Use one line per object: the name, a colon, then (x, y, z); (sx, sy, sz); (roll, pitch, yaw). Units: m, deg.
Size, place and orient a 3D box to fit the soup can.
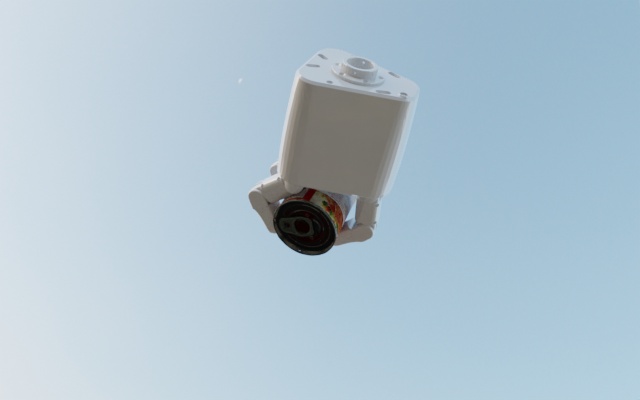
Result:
soup can: (0.000, 0.002, 0.515); (0.068, 0.068, 0.102); (0, 32, 23)
